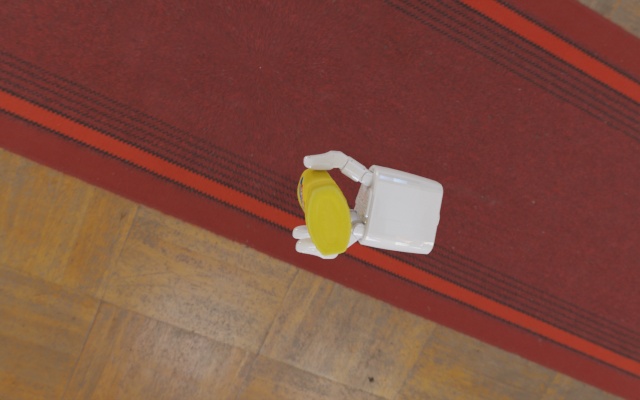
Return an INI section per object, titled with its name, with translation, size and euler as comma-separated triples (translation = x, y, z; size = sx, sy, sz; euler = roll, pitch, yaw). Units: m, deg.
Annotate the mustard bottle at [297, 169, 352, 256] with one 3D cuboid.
[mustard bottle]
translation = 0.000, 0.002, 0.692
size = 0.058, 0.096, 0.191
euler = -12, 17, -4
